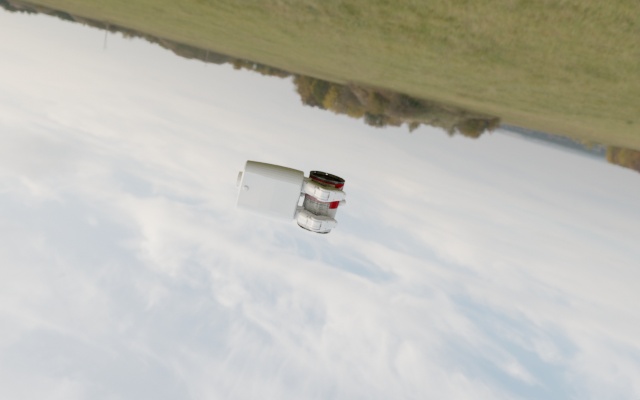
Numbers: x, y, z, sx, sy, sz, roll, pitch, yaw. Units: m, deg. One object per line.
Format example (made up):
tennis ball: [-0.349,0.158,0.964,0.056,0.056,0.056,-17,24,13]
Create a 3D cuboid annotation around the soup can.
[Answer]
soup can: [0.001,0.003,0.884,0.068,0.102,0.068,14,14,-4]
